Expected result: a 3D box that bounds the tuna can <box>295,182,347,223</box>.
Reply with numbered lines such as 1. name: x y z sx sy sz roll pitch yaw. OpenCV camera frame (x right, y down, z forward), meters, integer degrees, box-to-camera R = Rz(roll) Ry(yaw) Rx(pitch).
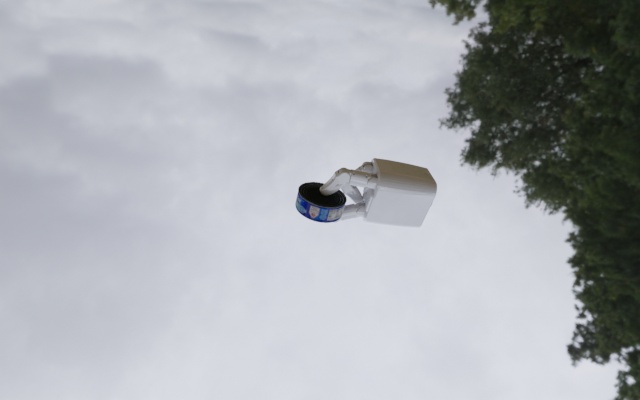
1. tuna can: 0.000 0.003 0.827 0.086 0.034 0.086 12 28 -6
